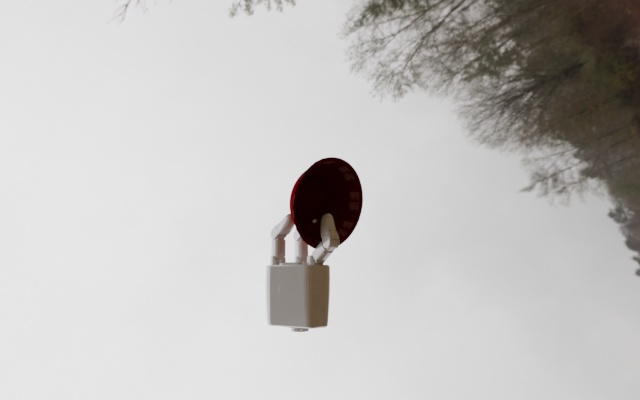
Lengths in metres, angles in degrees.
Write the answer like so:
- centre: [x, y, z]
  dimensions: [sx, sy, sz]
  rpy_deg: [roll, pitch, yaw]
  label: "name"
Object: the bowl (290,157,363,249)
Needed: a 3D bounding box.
- centre: [0.000, 0.001, 0.840]
  dimensions: [0.162, 0.162, 0.055]
  rpy_deg: [0, 8, -41]
  label: "bowl"
